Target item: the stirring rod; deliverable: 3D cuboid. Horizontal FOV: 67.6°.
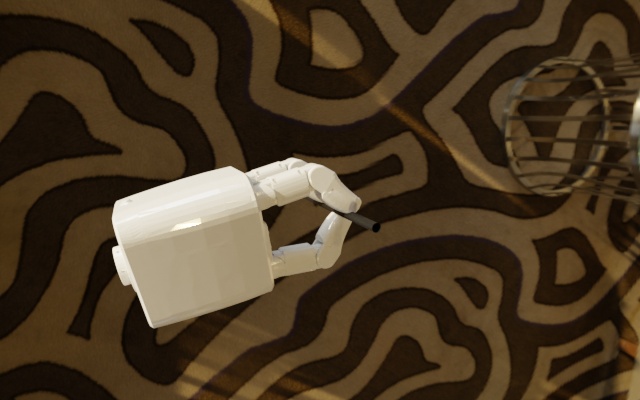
[{"bbox_3d":[0.000,0.002,0.480,0.011,0.011,0.239,0,9,-22],"label":"stirring rod"}]
